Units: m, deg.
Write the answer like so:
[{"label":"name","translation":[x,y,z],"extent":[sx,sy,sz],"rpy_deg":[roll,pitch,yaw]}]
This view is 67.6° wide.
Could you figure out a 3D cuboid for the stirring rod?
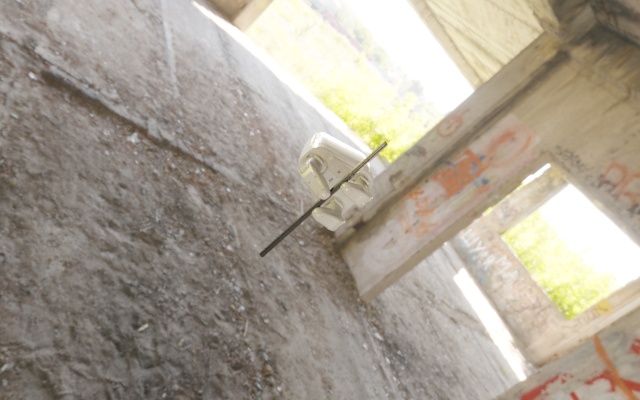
[{"label":"stirring rod","translation":[0.000,0.002,0.656],"extent":[0.239,0.011,0.011],"rpy_deg":[-42,-14,17]}]
